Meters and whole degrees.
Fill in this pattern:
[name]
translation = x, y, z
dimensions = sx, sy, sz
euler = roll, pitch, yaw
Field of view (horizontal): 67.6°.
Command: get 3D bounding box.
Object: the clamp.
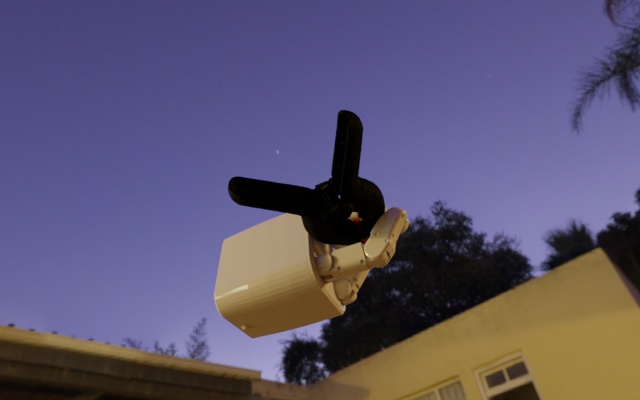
[clamp]
translation = 0.000, 0.001, 0.429
dimensions = 0.120, 0.039, 0.172
euler = -20, -39, 9
